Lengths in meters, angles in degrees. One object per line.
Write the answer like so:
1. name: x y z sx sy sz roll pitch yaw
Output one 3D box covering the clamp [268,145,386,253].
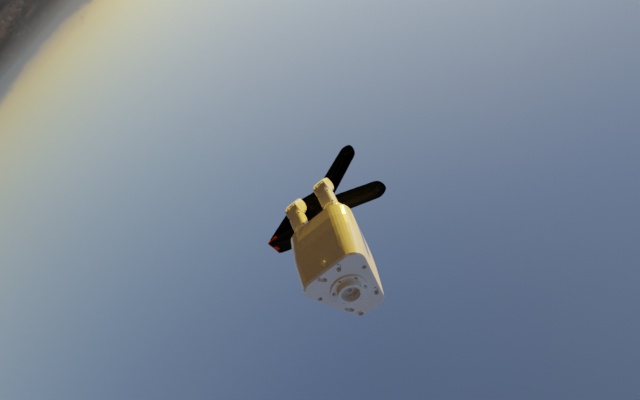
1. clamp: 0.000 0.003 0.765 0.036 0.210 0.164 43 16 -28
